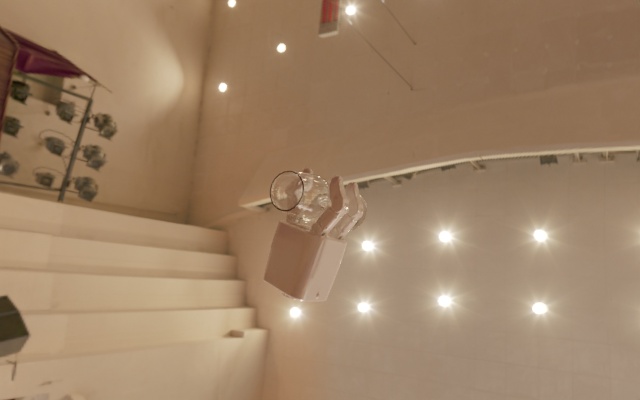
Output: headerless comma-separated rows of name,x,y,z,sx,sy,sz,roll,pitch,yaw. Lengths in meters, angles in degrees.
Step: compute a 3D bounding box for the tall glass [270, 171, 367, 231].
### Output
tall glass,0.000,0.003,0.791,0.079,0.079,0.201,0,-10,31
